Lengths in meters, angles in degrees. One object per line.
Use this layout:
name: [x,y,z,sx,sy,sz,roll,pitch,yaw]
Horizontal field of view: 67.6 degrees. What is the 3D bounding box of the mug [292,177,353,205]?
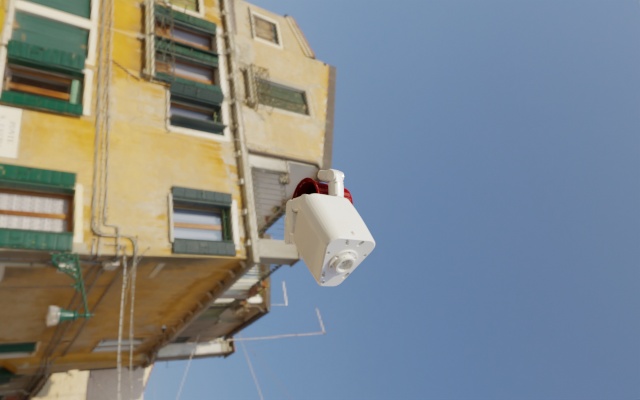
mug: [0.000,0.002,0.874,0.081,0.093,0.117,9,34,-33]
